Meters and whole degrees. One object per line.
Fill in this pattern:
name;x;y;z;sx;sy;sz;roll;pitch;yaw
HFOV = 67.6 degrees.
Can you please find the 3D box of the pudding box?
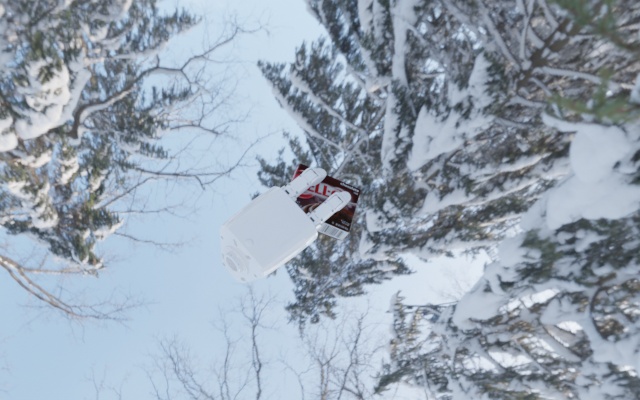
pudding box;0.000;0.003;0.760;0.113;0.090;0.039;24;-36;-8
